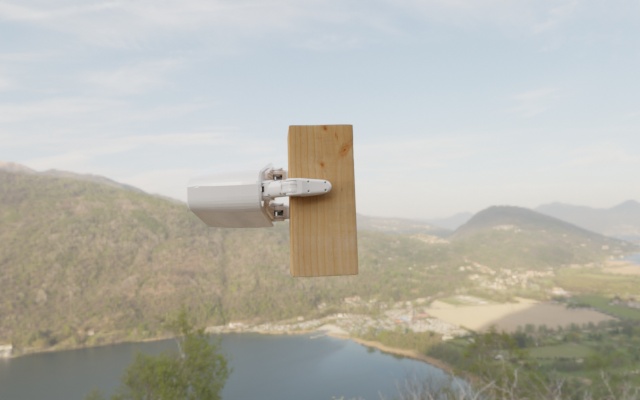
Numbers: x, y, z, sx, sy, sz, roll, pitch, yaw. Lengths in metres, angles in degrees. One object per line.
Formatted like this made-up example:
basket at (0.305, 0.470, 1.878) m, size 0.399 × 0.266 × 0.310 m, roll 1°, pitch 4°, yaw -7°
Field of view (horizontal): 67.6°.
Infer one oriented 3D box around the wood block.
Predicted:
wood block at (0.000, 0.002, 0.686) m, size 0.090 × 0.206 × 0.091 m, roll -2°, pitch -4°, yaw -6°
